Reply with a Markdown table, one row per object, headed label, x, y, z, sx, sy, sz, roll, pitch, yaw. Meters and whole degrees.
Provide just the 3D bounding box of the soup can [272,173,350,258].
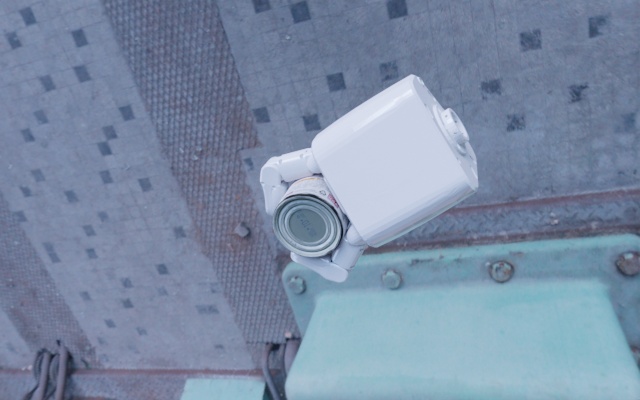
| label | x | y | z | sx | sy | sz | roll | pitch | yaw |
| --- | --- | --- | --- | --- | --- | --- | --- | --- | --- |
| soup can | 0.000 | 0.002 | 0.470 | 0.068 | 0.068 | 0.102 | 0 | 27 | 16 |
